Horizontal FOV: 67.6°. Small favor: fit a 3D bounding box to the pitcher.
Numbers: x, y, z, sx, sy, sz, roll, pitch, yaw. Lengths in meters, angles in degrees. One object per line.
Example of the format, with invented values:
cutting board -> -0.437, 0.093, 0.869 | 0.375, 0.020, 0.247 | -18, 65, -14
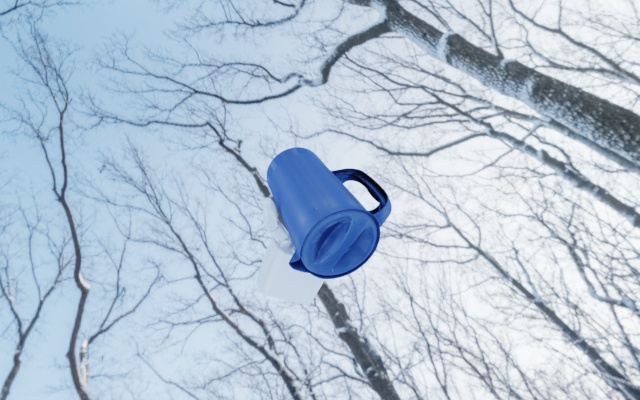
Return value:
pitcher -> 0.000, 0.003, 0.810 | 0.149, 0.145, 0.242 | 6, 30, -28
